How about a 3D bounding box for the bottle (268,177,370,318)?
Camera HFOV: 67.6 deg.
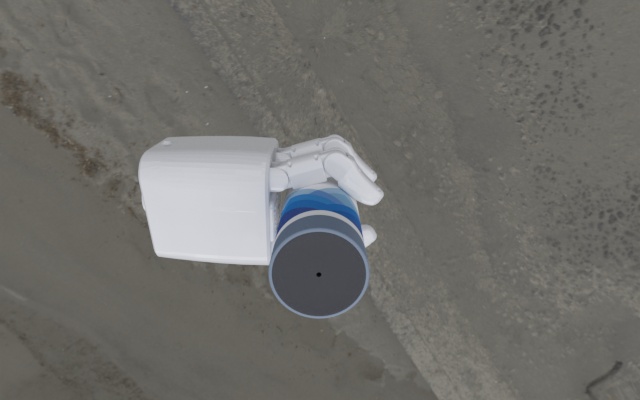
[{"bbox_3d":[0.000,0.002,0.450,0.069,0.069,0.295,0,19,0],"label":"bottle"}]
